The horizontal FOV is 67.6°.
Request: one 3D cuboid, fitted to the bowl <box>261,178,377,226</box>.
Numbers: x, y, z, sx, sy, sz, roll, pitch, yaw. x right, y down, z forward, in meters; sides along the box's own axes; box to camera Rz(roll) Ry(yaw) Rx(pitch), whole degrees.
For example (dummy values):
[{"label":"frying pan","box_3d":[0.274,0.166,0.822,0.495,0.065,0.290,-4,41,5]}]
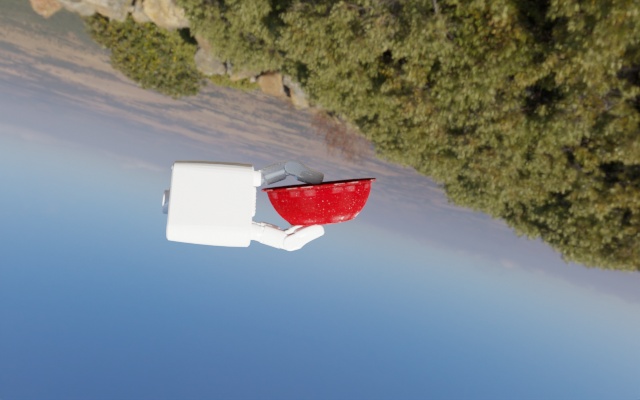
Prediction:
[{"label":"bowl","box_3d":[0.001,0.003,0.672,0.162,0.055,0.162,-6,3,0]}]
